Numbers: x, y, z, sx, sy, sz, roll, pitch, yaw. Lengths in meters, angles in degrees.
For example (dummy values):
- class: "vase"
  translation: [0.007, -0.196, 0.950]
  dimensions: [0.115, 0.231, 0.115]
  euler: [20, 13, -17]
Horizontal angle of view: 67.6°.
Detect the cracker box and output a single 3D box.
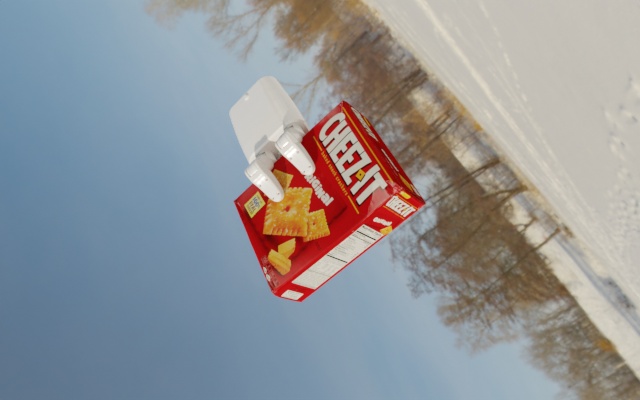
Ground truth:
- class: "cracker box"
  translation: [0.000, 0.002, 0.620]
  dimensions: [0.214, 0.164, 0.072]
  euler: [-41, -36, 18]
